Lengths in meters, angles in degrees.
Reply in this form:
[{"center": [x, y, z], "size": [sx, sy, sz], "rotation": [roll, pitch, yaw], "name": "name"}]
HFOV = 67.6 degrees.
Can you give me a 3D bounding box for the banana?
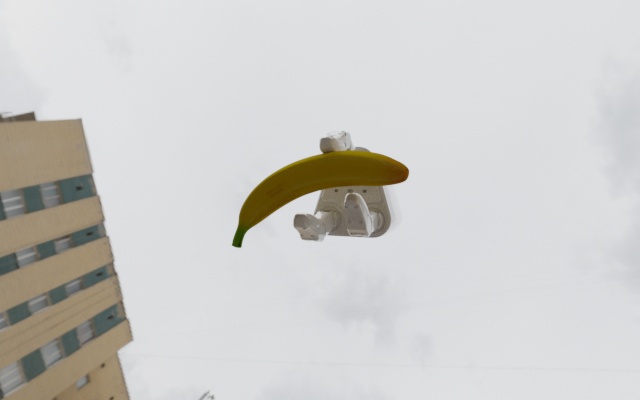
[{"center": [-0.008, -0.014, 0.496], "size": [0.198, 0.069, 0.037], "rotation": [-23, -20, 15], "name": "banana"}]
